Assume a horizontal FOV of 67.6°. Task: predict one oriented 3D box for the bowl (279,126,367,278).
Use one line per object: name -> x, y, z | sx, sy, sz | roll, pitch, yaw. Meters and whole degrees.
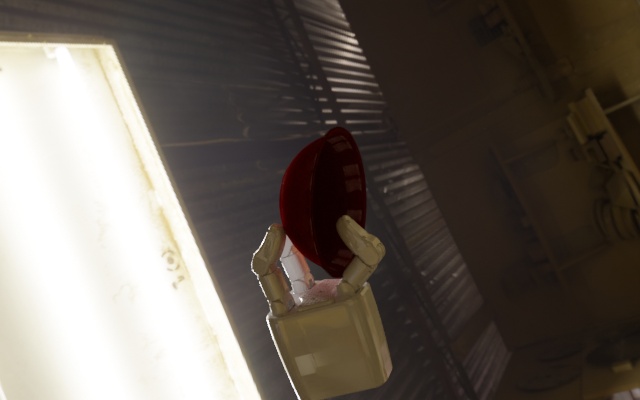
bowl -> 0.000, 0.000, 0.522 | 0.055, 0.162, 0.162 | 1, 0, 24
